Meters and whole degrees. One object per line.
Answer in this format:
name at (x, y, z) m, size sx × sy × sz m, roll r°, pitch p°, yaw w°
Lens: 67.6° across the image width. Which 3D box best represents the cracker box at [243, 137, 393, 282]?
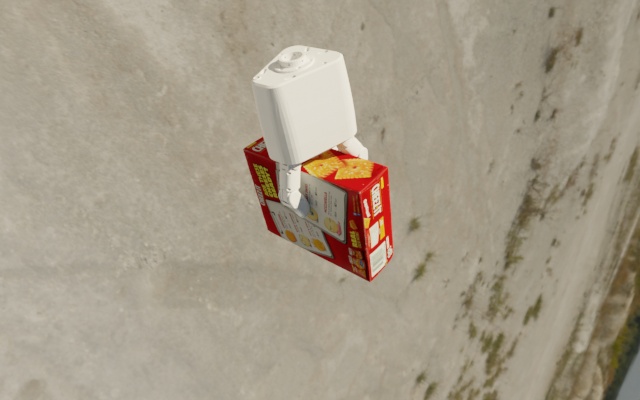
cracker box at (0.000, 0.002, 0.695) m, size 0.213 × 0.164 × 0.072 m, roll 23°, pitch 49°, yaw 36°
